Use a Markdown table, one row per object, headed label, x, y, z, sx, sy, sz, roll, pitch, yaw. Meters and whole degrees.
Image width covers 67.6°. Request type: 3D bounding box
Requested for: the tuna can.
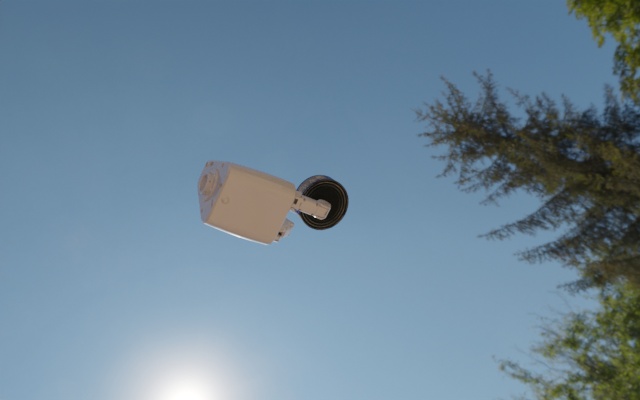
| label | x | y | z | sx | sy | sz | roll | pitch | yaw |
| --- | --- | --- | --- | --- | --- | --- | --- | --- | --- |
| tuna can | 0.000 | 0.002 | 0.774 | 0.086 | 0.086 | 0.033 | 0 | 19 | -24 |
